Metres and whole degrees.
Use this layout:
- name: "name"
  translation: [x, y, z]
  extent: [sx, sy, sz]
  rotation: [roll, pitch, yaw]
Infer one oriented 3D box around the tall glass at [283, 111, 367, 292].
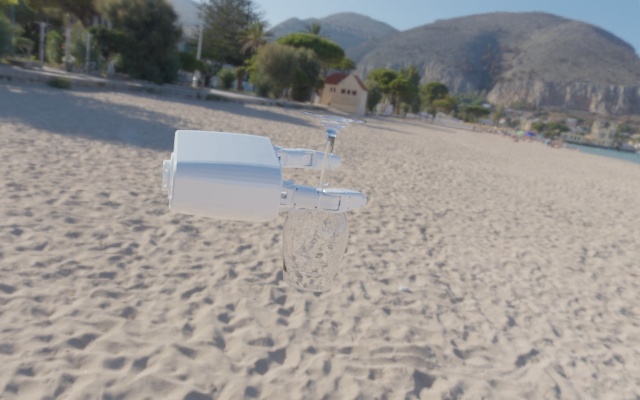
- name: "tall glass"
  translation: [0.000, 0.001, 0.557]
  extent: [0.079, 0.201, 0.079]
  rotation: [8, 12, -2]
